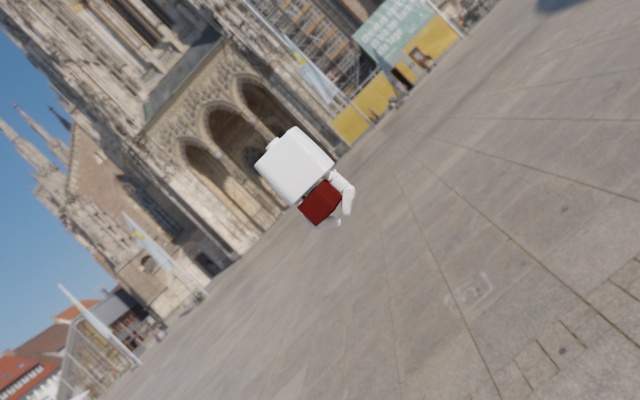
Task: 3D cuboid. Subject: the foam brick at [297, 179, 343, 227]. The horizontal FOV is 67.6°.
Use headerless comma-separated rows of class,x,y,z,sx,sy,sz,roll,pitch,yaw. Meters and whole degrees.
foam brick,0.000,0.003,0.883,0.053,0.051,0.078,-42,4,22
